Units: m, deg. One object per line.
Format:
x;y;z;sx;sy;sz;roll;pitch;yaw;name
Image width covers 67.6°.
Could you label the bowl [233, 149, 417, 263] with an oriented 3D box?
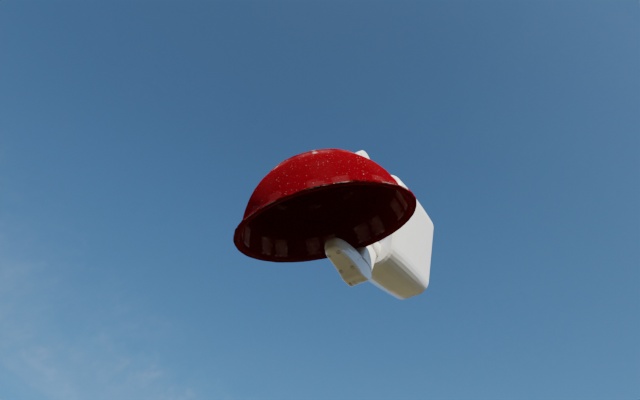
0.000;0.001;0.425;0.162;0.055;0.162;-11;-25;-5;bowl
